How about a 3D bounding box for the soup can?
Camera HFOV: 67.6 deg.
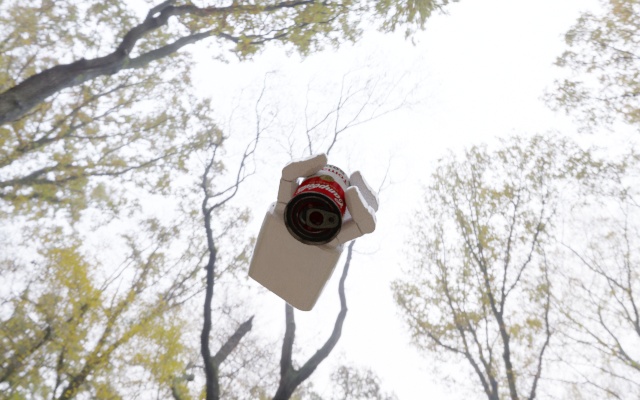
[{"bbox_3d":[0.000,0.001,0.584,0.068,0.068,0.102,0,23,11],"label":"soup can"}]
